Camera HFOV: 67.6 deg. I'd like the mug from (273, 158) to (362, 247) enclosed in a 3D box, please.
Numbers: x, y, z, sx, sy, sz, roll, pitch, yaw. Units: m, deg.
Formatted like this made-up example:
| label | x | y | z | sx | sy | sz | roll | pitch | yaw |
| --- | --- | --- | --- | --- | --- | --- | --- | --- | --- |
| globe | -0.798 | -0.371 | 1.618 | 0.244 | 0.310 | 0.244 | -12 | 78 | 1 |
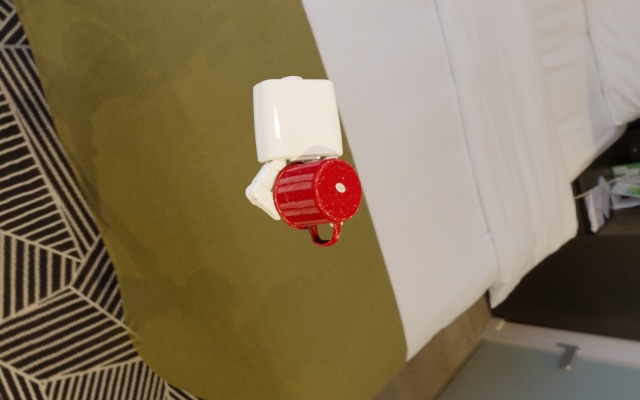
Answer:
| label | x | y | z | sx | sy | sz | roll | pitch | yaw |
| --- | --- | --- | --- | --- | --- | --- | --- | --- | --- |
| mug | 0.000 | 0.003 | 0.619 | 0.093 | 0.117 | 0.081 | -6 | -1 | -40 |
